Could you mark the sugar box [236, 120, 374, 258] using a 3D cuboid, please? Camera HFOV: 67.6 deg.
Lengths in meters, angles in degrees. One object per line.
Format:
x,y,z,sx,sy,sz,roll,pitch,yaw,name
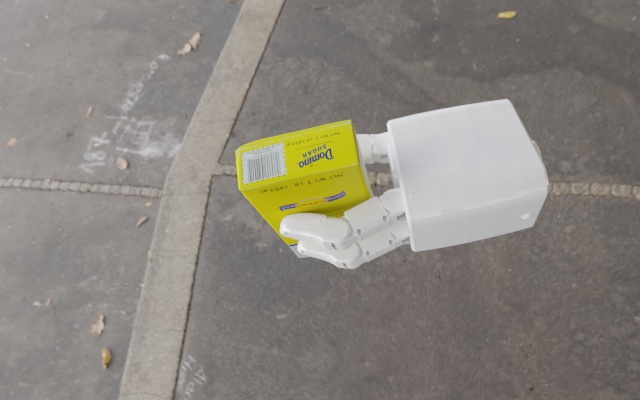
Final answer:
0.000,0.002,0.425,0.093,0.048,0.176,-11,-28,9,sugar box
